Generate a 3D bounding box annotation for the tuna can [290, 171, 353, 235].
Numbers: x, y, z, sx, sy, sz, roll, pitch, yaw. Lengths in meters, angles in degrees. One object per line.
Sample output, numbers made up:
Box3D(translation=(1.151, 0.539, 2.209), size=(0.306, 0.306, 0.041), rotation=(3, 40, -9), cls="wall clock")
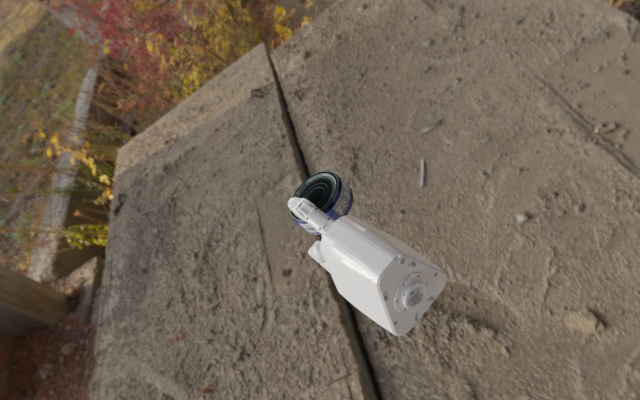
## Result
Box3D(translation=(0.000, 0.002, 0.652), size=(0.086, 0.086, 0.034), rotation=(0, -34, 44), cls="tuna can")
